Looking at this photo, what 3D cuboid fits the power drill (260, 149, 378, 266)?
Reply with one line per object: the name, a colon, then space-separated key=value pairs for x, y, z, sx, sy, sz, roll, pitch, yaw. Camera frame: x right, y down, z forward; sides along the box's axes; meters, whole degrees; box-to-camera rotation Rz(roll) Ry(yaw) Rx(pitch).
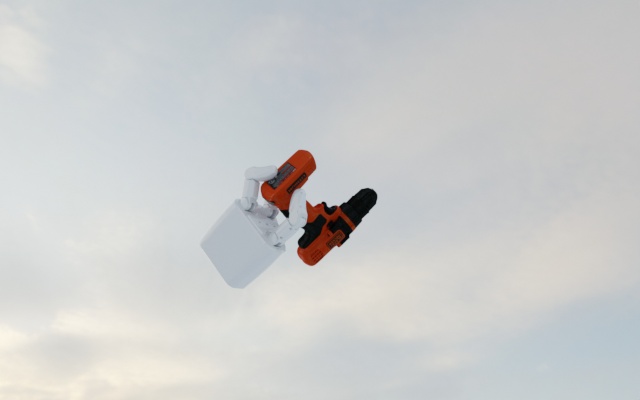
power drill: x=0.000 y=0.003 z=0.826 sx=0.188 sy=0.184 sz=0.057 roll=51 pitch=-11 yaw=-35
